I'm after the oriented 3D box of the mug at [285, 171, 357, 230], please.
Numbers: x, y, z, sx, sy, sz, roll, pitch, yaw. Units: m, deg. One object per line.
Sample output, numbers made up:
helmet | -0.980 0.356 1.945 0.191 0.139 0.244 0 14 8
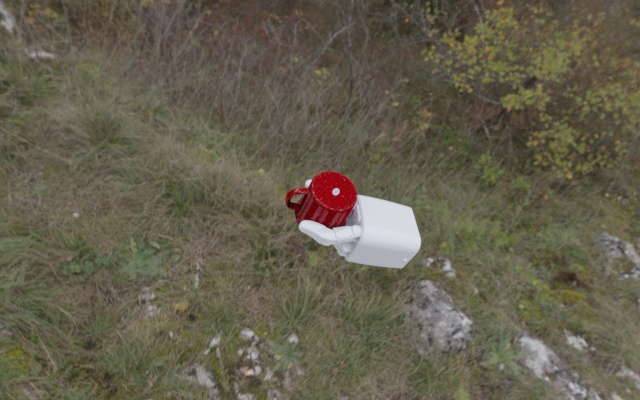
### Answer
mug | -0.001 0.002 0.794 0.117 0.093 0.081 12 -37 -12
